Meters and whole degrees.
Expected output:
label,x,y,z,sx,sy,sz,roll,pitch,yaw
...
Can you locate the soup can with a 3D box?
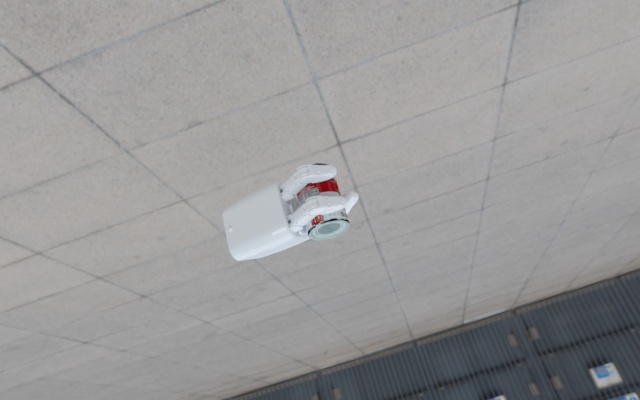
label,x,y,z,sx,sy,sz,roll,pitch,yaw
soup can,0.001,0.003,0.743,0.068,0.102,0.068,-13,-27,-7
